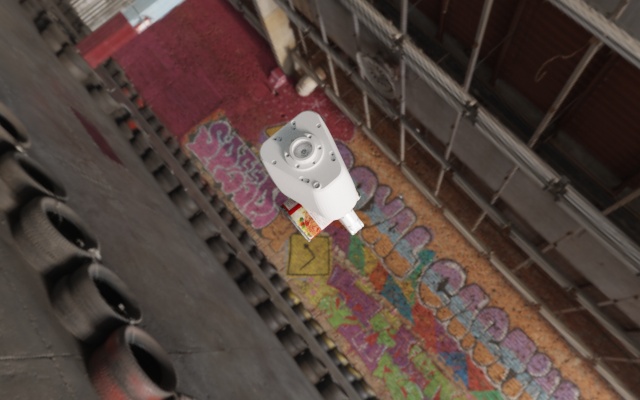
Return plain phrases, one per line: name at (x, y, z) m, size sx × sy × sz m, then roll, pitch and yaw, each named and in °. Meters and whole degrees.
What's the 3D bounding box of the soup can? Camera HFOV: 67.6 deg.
soup can at (0.001, 0.002, 0.702) m, size 0.102 × 0.068 × 0.068 m, roll -40°, pitch 3°, yaw -4°
